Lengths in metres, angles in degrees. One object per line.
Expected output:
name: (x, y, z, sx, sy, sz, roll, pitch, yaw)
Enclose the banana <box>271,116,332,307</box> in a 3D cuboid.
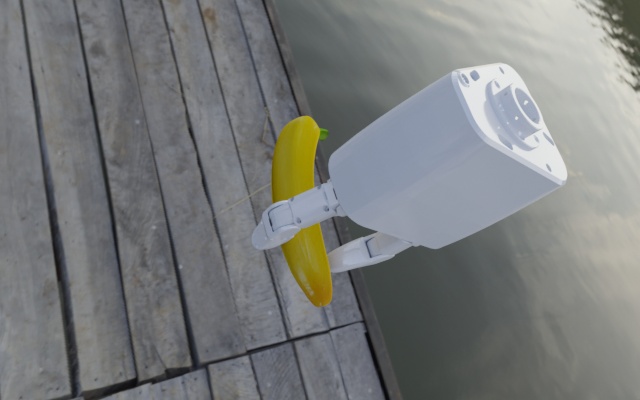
banana: (-0.014, -0.009, 0.415, 0.070, 0.197, 0.037, 28, -43, -32)
